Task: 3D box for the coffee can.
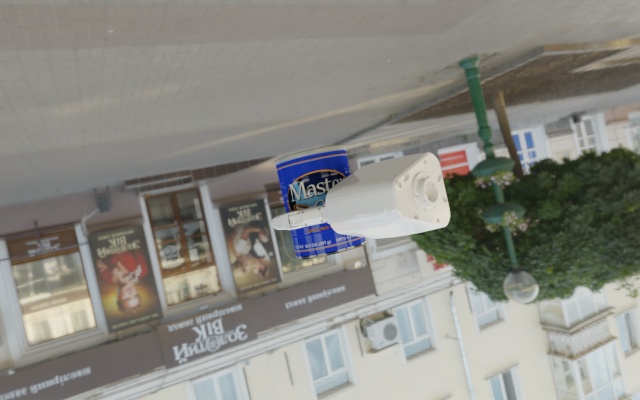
[{"bbox_3d":[0.000,0.002,0.670,0.103,0.140,0.103,-13,0,0],"label":"coffee can"}]
